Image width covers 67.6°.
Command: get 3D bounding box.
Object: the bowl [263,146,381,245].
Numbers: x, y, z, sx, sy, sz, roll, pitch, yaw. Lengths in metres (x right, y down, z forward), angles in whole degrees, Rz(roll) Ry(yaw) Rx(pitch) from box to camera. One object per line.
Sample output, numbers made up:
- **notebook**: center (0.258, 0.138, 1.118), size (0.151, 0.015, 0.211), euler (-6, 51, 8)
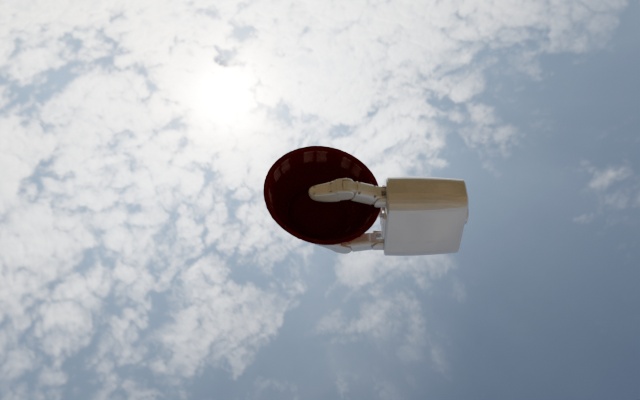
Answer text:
- **bowl**: center (-0.001, 0.002, 0.665), size (0.162, 0.162, 0.055), euler (0, -33, -10)
